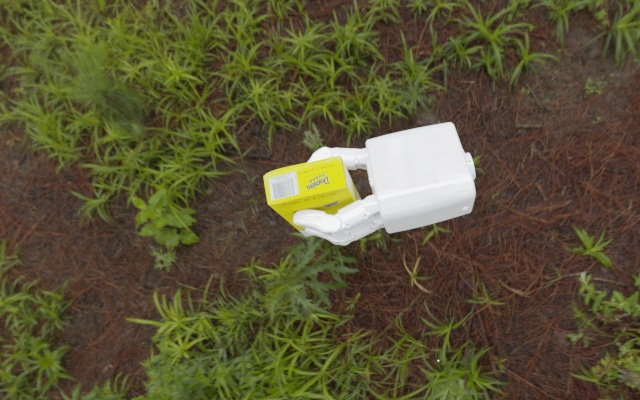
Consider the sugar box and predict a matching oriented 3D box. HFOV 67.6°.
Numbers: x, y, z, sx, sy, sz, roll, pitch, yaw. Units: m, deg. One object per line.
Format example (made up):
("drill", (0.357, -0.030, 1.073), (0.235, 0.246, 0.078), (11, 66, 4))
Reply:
("sugar box", (0.000, 0.002, 0.608), (0.093, 0.048, 0.176), (-12, -20, 10))
